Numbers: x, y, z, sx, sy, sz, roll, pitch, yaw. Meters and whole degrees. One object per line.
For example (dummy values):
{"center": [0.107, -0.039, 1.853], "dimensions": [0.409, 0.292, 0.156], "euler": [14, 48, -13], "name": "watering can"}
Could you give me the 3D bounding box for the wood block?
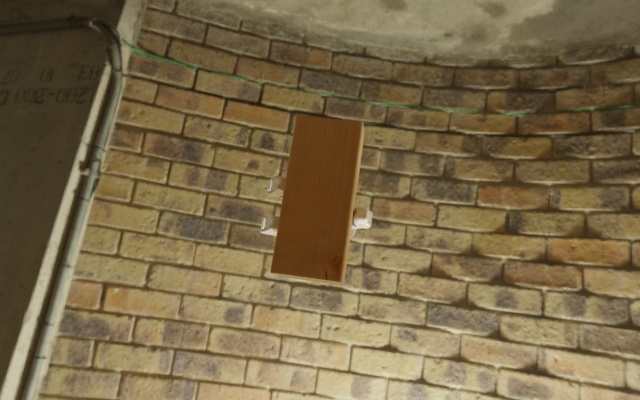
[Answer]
{"center": [0.000, 0.002, 0.636], "dimensions": [0.091, 0.206, 0.090], "euler": [7, -12, 6], "name": "wood block"}
